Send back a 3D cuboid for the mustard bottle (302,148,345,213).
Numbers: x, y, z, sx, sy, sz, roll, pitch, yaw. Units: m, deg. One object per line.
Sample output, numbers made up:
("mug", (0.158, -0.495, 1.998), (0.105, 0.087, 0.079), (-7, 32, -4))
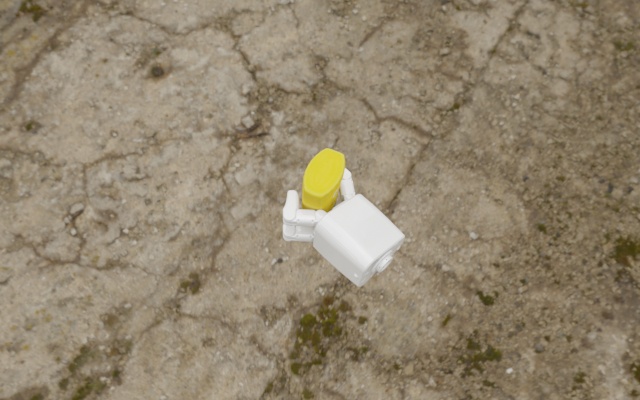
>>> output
("mustard bottle", (0.000, 0.002, 0.822), (0.058, 0.096, 0.192), (20, -31, 8))
